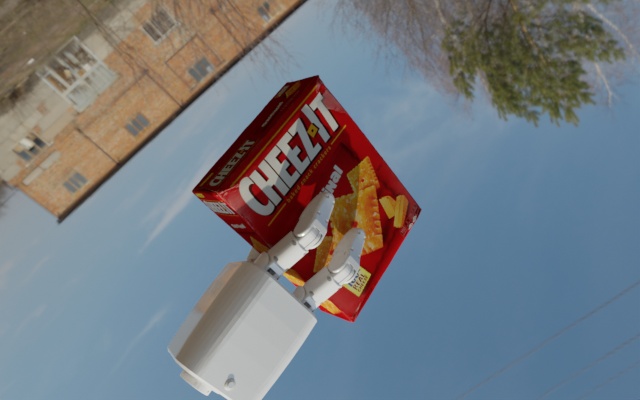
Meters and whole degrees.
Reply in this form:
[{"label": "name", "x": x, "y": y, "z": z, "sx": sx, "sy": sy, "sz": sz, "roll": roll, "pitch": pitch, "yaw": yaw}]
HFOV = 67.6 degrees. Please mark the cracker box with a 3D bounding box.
[{"label": "cracker box", "x": 0.000, "y": 0.002, "z": 0.517, "sx": 0.214, "sy": 0.164, "sz": 0.072, "roll": 48, "pitch": -24, "yaw": -28}]
